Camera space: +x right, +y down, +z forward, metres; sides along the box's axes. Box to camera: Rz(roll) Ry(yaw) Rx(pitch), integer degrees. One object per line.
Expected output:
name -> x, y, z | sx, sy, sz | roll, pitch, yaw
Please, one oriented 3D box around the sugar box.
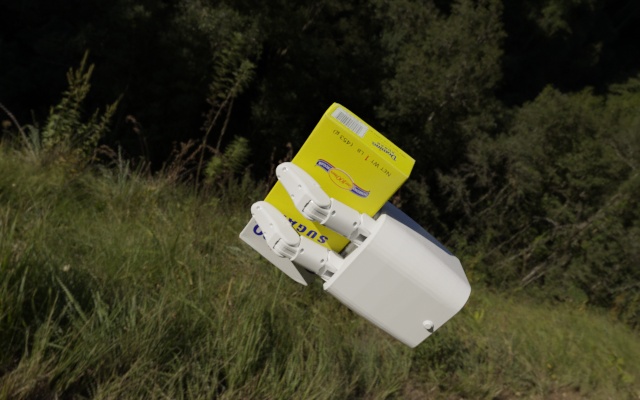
sugar box -> 0.000, 0.002, 0.468 | 0.093, 0.176, 0.048 | 37, 32, -1
